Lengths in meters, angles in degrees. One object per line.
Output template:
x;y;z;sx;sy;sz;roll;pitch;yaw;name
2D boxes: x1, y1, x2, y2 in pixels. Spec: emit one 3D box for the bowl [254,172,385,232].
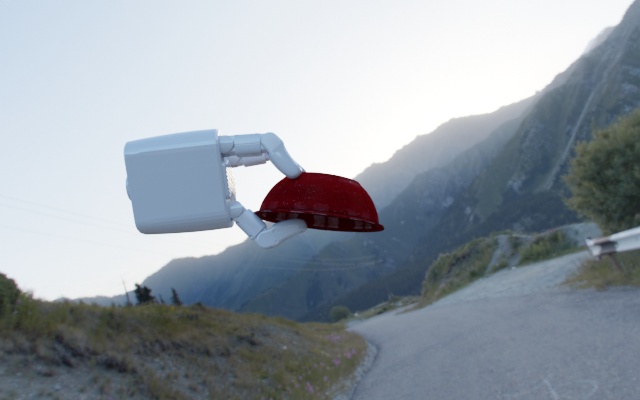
0.001;0.002;0.584;0.162;0.055;0.162;7;-9;1;bowl
